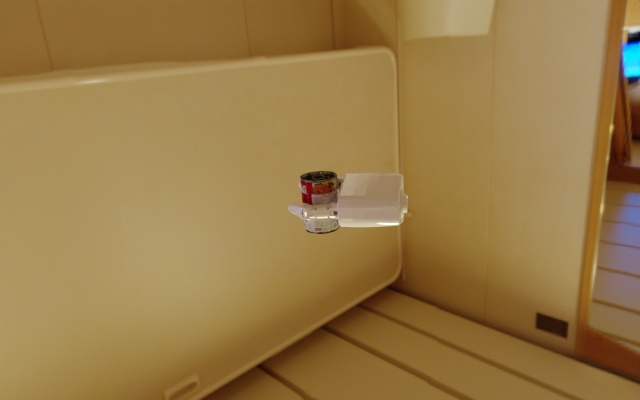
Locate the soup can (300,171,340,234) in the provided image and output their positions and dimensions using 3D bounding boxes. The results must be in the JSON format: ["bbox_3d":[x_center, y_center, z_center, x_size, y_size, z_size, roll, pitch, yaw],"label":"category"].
[{"bbox_3d":[0.000,0.003,0.880,0.068,0.102,0.068,-4,18,1],"label":"soup can"}]
